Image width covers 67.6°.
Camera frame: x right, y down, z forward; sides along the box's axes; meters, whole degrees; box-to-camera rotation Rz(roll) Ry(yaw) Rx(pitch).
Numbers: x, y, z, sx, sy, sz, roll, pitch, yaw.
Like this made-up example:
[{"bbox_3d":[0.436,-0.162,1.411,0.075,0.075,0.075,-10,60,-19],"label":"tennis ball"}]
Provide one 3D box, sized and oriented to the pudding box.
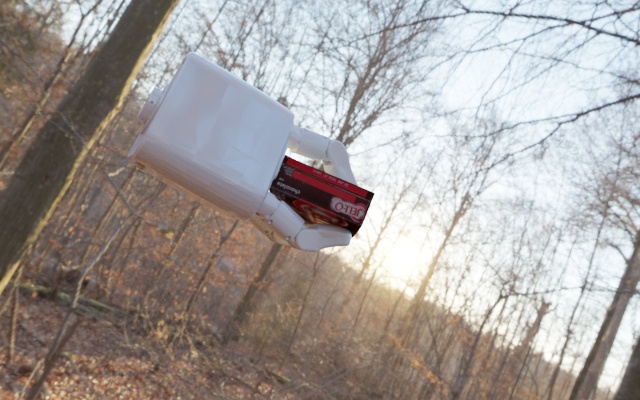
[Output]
[{"bbox_3d":[0.000,0.001,0.468,0.090,0.039,0.113,24,-9,3],"label":"pudding box"}]
